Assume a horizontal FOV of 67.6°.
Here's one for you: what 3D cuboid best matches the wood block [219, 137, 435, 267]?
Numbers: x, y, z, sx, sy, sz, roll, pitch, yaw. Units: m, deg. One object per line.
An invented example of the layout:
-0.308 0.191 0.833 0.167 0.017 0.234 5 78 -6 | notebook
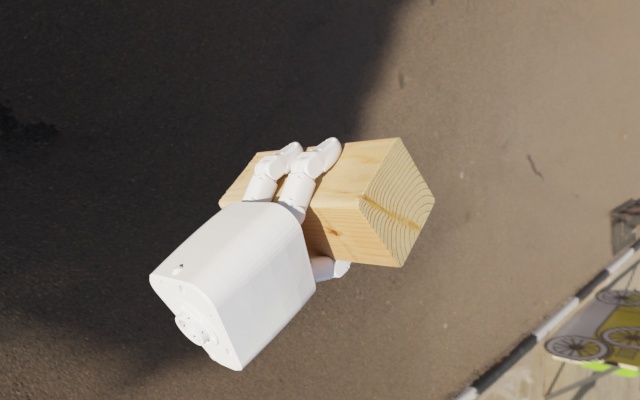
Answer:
0.000 0.002 0.511 0.206 0.090 0.091 1 -42 44 | wood block
